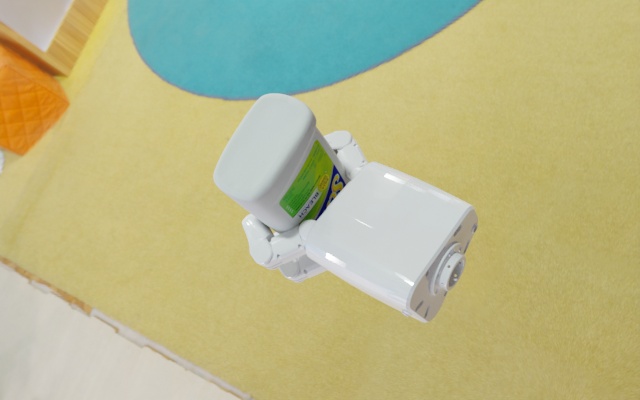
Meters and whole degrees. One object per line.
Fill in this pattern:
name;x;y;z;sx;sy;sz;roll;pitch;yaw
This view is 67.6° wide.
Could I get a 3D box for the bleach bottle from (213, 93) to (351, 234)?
bleach bottle;0.000;0.002;0.495;0.068;0.102;0.251;27;-9;33
